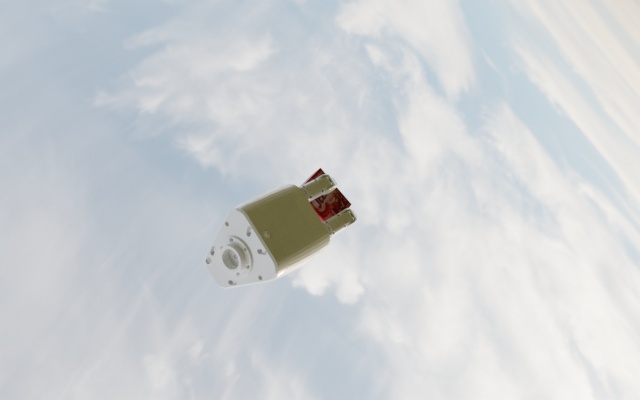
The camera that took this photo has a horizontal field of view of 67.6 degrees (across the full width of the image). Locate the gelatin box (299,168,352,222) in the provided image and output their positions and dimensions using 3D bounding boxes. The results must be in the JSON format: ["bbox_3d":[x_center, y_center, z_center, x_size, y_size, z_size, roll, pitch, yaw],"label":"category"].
[{"bbox_3d":[0.000,0.002,0.679,0.030,0.073,0.089,-37,6,32],"label":"gelatin box"}]
